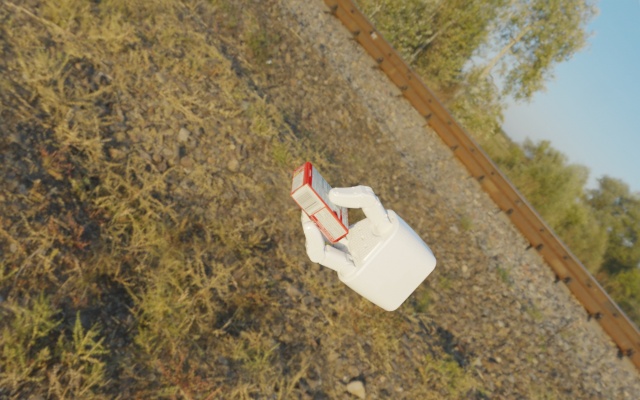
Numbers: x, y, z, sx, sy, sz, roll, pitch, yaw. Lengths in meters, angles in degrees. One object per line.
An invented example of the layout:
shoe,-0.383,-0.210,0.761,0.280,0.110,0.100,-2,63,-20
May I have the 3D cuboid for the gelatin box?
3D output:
gelatin box,0.000,0.002,0.614,0.030,0.089,0.073,-34,22,16
